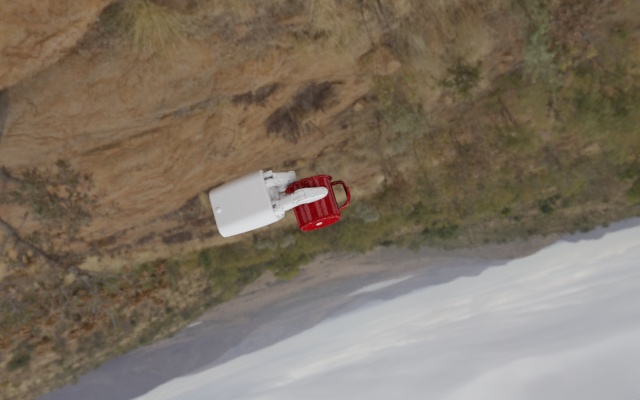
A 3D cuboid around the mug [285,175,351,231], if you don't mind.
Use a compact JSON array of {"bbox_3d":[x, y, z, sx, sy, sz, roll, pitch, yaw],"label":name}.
[{"bbox_3d":[0.002,0.003,0.891,0.117,0.081,0.093,-19,-13,8],"label":"mug"}]
